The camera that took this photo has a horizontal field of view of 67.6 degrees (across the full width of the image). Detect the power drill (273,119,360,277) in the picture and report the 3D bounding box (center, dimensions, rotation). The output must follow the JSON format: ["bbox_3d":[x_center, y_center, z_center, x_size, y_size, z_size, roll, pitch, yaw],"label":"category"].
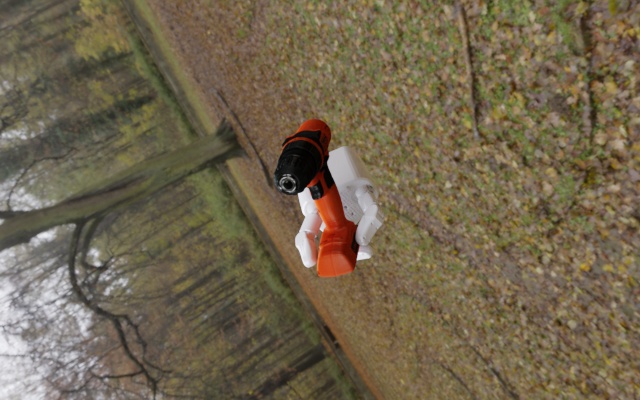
[{"bbox_3d":[0.000,0.002,0.617,0.057,0.188,0.184,-9,24,17],"label":"power drill"}]
